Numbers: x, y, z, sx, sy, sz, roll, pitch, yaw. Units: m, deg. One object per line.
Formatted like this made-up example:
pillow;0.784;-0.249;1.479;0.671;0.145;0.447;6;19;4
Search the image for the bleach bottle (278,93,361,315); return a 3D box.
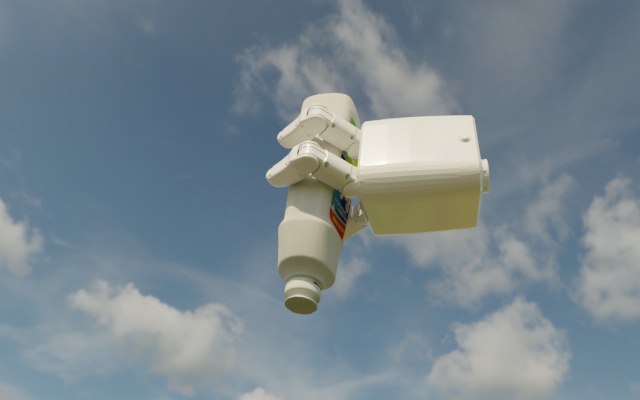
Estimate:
bleach bottle;0.000;0.001;0.484;0.068;0.250;0.103;-3;-44;13
